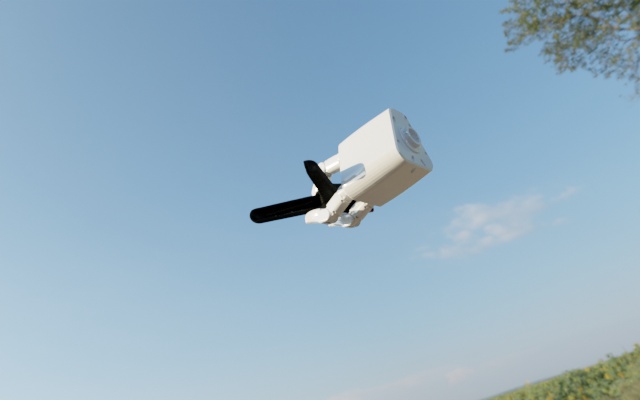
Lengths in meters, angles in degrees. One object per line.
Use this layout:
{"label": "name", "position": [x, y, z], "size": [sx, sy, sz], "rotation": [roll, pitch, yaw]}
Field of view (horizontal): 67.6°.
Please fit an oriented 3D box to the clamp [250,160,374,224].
{"label": "clamp", "position": [0.000, 0.002, 0.777], "size": [0.210, 0.036, 0.164], "rotation": [12, -36, -45]}
